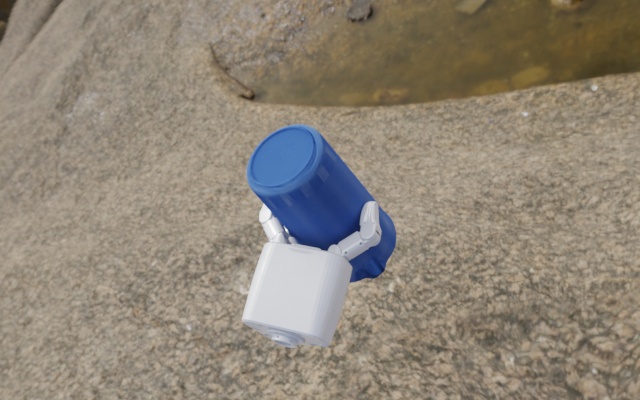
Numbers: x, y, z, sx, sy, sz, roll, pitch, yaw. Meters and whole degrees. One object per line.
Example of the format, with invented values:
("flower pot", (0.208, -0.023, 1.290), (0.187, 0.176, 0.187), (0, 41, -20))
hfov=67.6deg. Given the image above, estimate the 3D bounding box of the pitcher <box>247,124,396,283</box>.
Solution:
("pitcher", (0.000, 0.002, 0.667), (0.149, 0.145, 0.243), (0, -31, 30))
